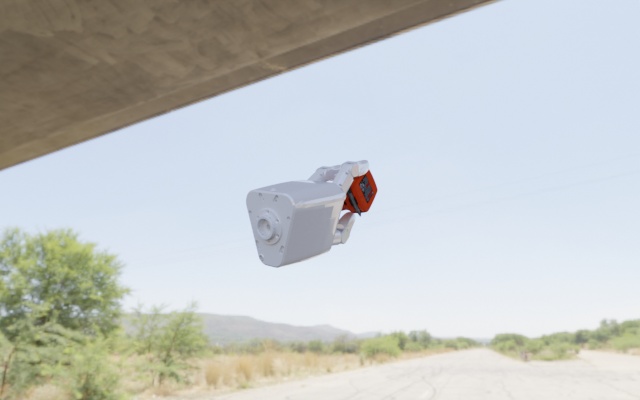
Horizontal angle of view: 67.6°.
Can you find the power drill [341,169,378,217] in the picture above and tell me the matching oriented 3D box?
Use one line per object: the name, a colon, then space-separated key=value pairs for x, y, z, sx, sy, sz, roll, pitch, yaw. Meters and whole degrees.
power drill: x=0.000 y=0.003 z=0.813 sx=0.188 sy=0.057 sz=0.184 roll=-21 pitch=15 yaw=23
